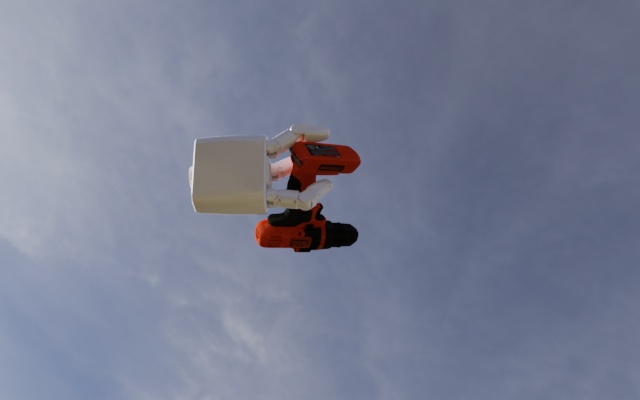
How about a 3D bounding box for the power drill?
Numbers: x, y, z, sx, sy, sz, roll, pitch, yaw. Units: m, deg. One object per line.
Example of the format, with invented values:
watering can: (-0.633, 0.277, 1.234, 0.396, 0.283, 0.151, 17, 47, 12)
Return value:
power drill: (0.000, 0.002, 0.767, 0.184, 0.188, 0.057, 2, 33, -27)
